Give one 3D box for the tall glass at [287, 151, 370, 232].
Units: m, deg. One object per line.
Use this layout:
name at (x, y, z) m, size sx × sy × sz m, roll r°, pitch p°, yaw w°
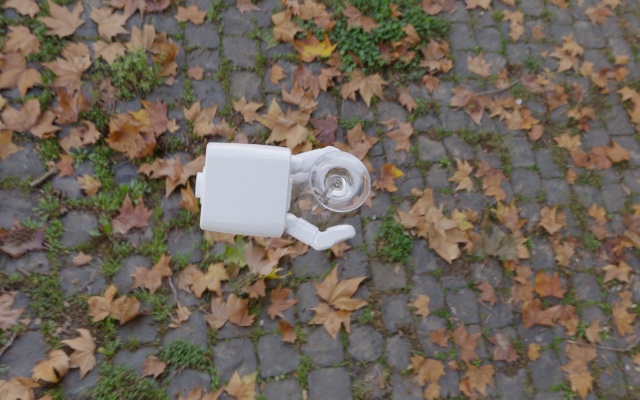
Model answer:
tall glass at (0.000, 0.002, 0.647) m, size 0.079 × 0.079 × 0.201 m, roll 0°, pitch -15°, yaw -13°
